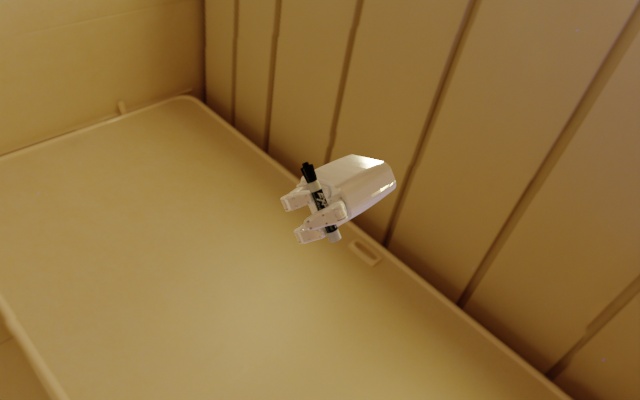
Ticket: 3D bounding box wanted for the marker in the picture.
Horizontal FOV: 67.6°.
[{"bbox_3d":[0.000,0.002,0.678,0.020,0.121,0.020,-21,12,5],"label":"marker"}]
